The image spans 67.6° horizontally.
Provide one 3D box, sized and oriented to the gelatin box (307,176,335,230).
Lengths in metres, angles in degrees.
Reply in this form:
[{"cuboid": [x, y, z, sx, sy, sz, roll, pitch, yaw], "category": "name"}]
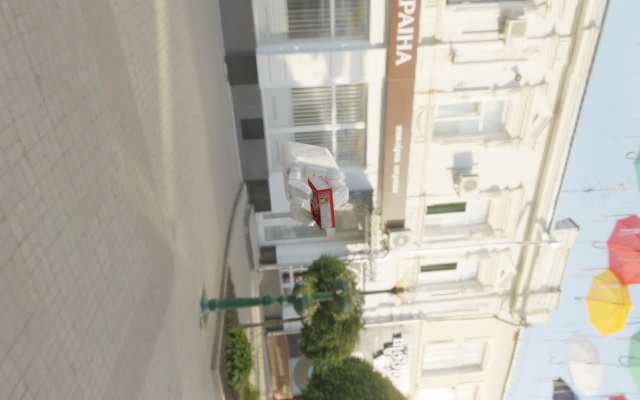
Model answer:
[{"cuboid": [0.001, 0.003, 0.855, 0.030, 0.073, 0.089, -9, 19, -11], "category": "gelatin box"}]
